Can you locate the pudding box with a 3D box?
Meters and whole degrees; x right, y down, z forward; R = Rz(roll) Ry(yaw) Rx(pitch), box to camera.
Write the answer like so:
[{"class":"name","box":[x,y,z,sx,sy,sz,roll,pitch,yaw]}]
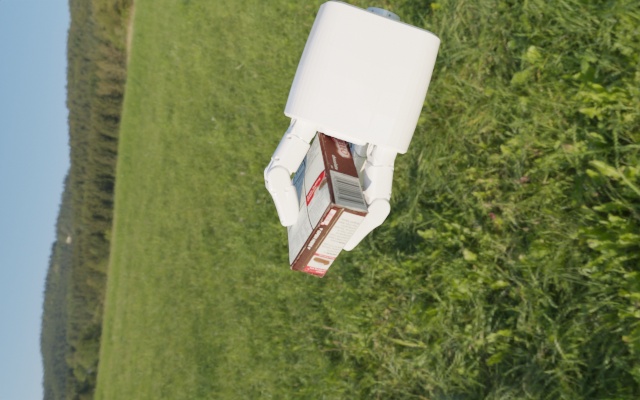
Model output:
[{"class":"pudding box","box":[0.000,0.001,0.460,0.039,0.090,0.113,17,37,-20]}]
